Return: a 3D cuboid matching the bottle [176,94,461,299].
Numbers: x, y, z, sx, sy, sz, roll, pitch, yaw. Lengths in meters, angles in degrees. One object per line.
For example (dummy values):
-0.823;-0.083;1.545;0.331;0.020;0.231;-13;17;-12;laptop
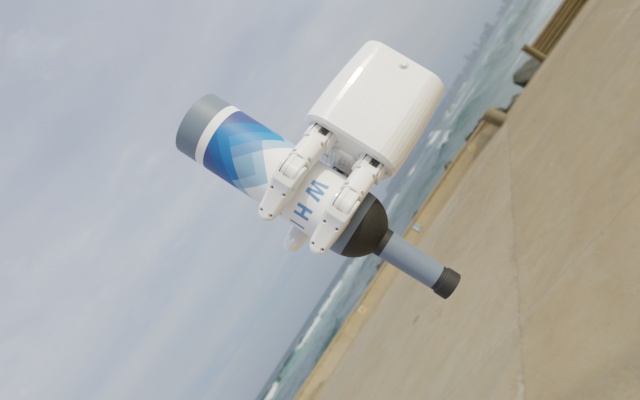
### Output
0.000;0.001;0.460;0.295;0.069;0.069;33;4;6;bottle
